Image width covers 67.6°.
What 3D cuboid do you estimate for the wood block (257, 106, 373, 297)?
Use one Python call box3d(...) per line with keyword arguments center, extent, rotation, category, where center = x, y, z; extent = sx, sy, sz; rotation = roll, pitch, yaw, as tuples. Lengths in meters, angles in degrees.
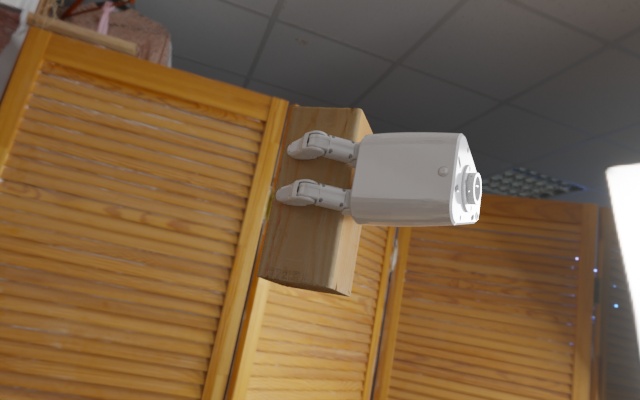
box3d(center=(0.001, 0.002, 0.572), extent=(0.090, 0.206, 0.091), rotation=(6, -15, 19), category="wood block")
